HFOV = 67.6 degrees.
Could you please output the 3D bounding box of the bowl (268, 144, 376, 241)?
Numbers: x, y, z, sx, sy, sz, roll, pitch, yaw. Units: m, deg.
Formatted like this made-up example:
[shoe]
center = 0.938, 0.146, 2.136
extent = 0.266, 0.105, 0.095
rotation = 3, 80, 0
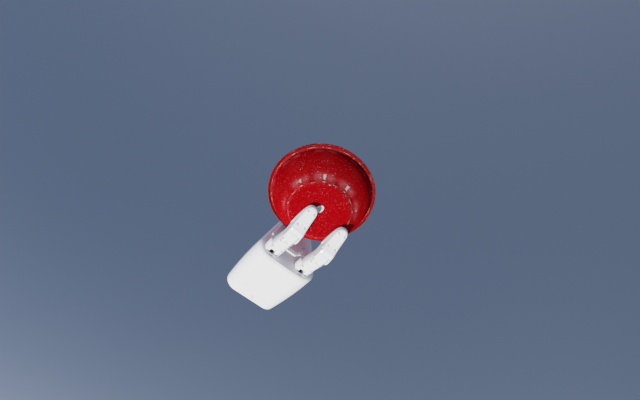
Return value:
[bowl]
center = 0.001, 0.001, 0.690
extent = 0.162, 0.162, 0.055
rotation = 0, 28, 3
